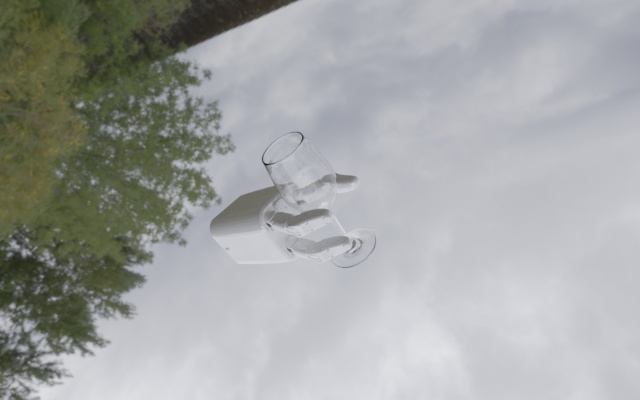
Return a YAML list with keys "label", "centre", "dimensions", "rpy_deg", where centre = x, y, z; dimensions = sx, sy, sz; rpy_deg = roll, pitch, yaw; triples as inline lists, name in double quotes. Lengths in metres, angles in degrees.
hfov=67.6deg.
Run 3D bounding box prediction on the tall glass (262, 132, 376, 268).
- label: "tall glass"
  centre: [0.001, 0.003, 0.652]
  dimensions: [0.079, 0.079, 0.201]
  rpy_deg: [0, -44, 42]
